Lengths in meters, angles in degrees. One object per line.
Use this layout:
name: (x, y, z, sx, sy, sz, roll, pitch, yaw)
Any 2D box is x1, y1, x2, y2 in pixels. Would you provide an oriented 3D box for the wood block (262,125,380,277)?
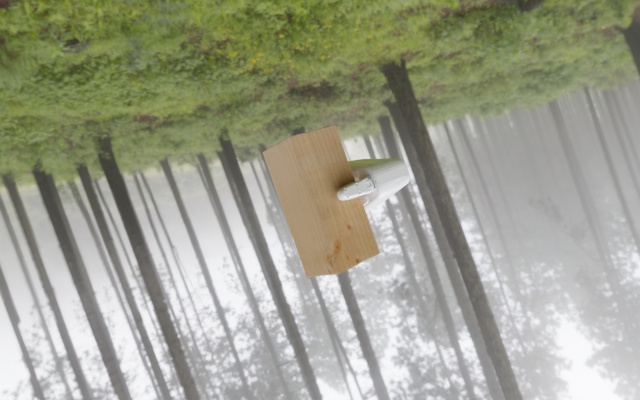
wood block: (0.001, 0.002, 0.728, 0.090, 0.206, 0.091, -20, 1, -36)
